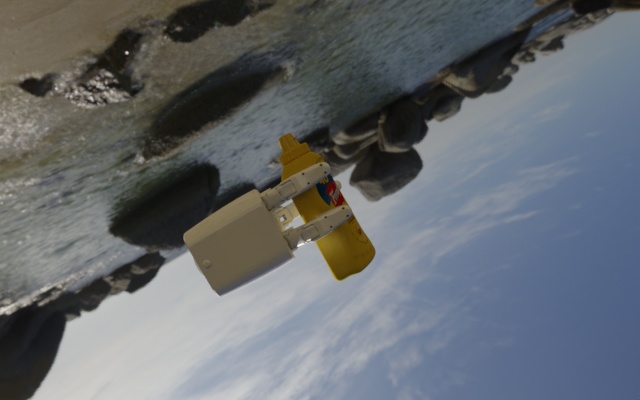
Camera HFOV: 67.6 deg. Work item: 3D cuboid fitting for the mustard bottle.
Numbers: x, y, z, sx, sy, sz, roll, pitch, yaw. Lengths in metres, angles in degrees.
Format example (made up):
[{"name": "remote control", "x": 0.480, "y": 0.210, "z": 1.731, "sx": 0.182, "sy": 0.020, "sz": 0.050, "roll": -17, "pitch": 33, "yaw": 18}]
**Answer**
[{"name": "mustard bottle", "x": 0.001, "y": 0.002, "z": 0.609, "sx": 0.058, "sy": 0.191, "sz": 0.096, "roll": -29, "pitch": 3, "yaw": 21}]
